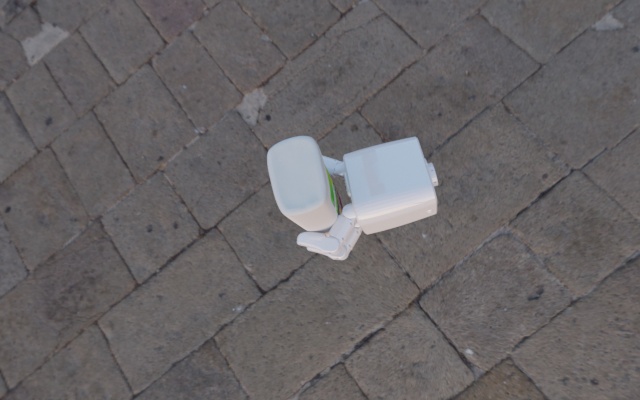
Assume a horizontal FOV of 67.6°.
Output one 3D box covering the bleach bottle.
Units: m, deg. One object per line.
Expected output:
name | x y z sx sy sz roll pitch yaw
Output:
bleach bottle | 0.000 0.002 0.681 0.068 0.102 0.251 -16 -18 9
